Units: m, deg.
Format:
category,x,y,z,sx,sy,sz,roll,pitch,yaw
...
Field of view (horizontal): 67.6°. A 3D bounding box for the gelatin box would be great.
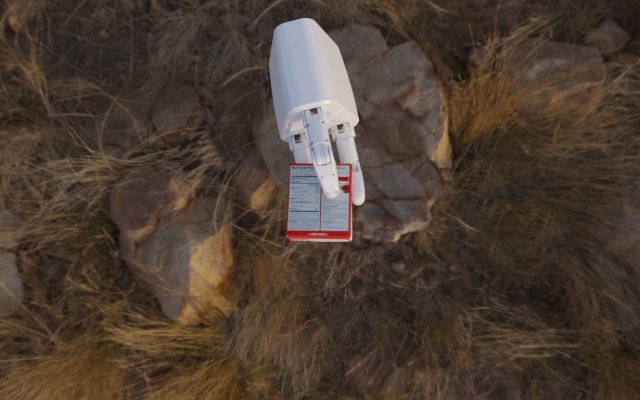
category,x,y,z,sx,sy,sz,roll,pitch,yaw
gelatin box,0.000,0.002,0.548,0.073,0.089,0.030,0,-13,6
